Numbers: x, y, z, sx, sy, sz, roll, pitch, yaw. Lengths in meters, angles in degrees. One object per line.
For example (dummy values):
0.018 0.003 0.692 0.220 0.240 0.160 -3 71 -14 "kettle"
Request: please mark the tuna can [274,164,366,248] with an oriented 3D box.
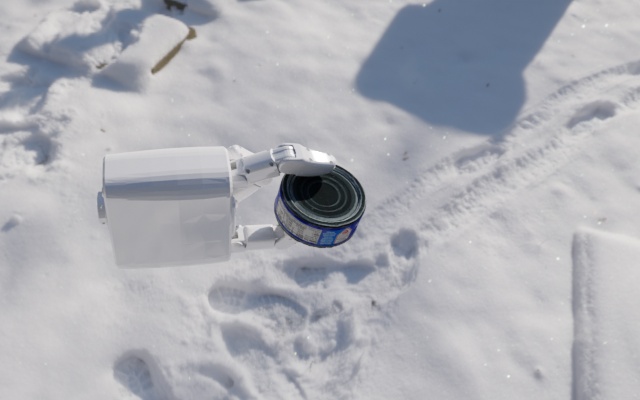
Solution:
0.000 0.001 0.460 0.086 0.086 0.034 0 -39 -18 "tuna can"
